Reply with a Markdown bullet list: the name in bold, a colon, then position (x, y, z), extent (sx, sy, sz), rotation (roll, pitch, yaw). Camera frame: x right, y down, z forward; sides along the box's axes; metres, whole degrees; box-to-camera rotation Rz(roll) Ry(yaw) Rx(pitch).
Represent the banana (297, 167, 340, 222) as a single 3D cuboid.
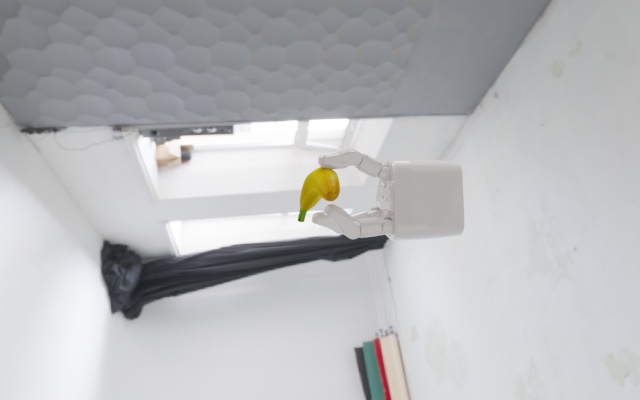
- **banana**: position (-0.001, -0.015, 0.699), extent (0.037, 0.069, 0.198), rotation (2, -12, -12)
